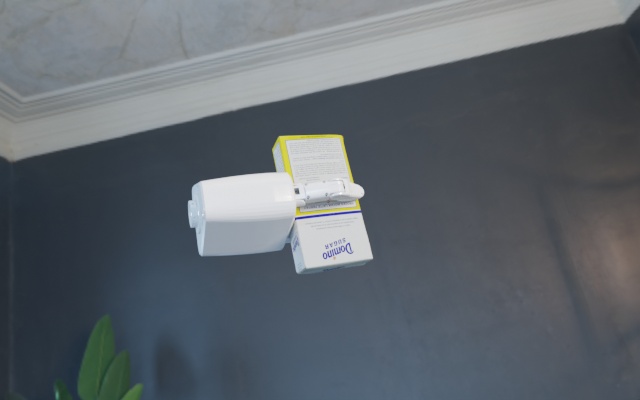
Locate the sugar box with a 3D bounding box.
[{"bbox_3d":[0.000,0.002,0.618,0.093,0.176,0.048,-5,-17,-21],"label":"sugar box"}]
